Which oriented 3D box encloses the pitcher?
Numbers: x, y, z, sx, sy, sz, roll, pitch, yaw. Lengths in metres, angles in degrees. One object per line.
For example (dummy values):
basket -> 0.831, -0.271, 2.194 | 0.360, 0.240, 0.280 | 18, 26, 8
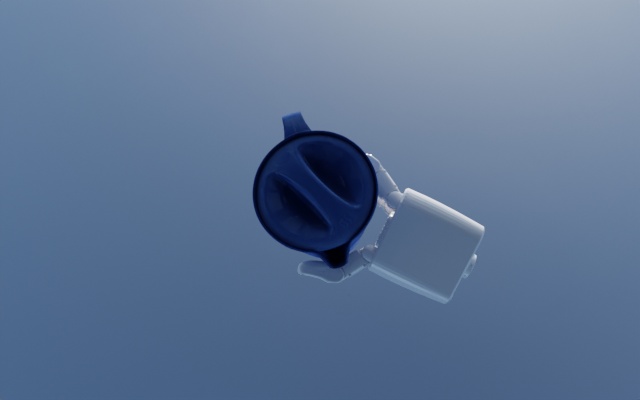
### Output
pitcher -> 0.000, 0.002, 0.614 | 0.145, 0.149, 0.243 | 25, -9, 9
